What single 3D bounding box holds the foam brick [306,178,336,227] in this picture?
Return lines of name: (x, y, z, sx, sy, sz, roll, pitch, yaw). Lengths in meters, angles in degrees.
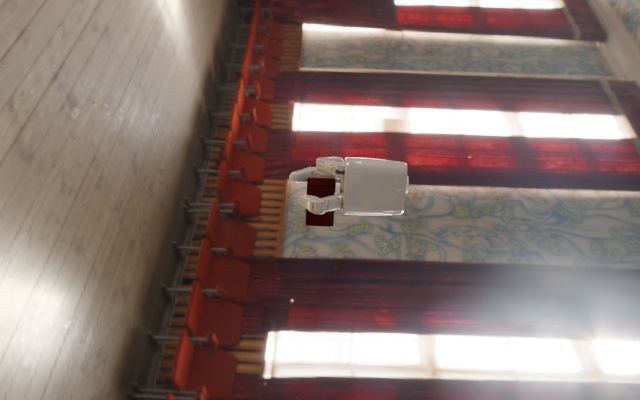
foam brick: (0.000, 0.003, 0.859, 0.051, 0.078, 0.053, 3, 18, -1)
